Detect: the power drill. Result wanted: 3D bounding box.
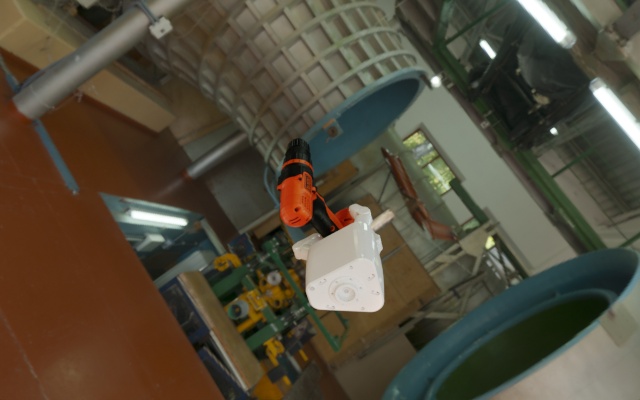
[{"bbox_3d":[0.000,0.003,0.813,0.057,0.184,0.188,-26,-50,27],"label":"power drill"}]
